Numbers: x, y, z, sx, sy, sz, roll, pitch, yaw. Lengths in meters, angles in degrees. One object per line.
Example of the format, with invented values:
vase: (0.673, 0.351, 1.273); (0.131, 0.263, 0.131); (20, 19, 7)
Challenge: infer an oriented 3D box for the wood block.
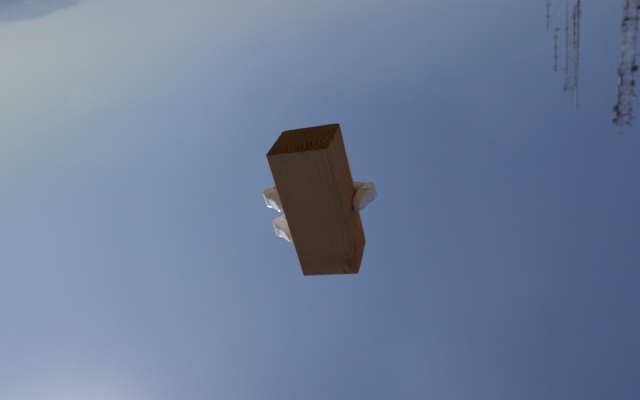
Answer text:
wood block: (0.001, 0.002, 0.709); (0.091, 0.206, 0.090); (-6, 29, 18)
